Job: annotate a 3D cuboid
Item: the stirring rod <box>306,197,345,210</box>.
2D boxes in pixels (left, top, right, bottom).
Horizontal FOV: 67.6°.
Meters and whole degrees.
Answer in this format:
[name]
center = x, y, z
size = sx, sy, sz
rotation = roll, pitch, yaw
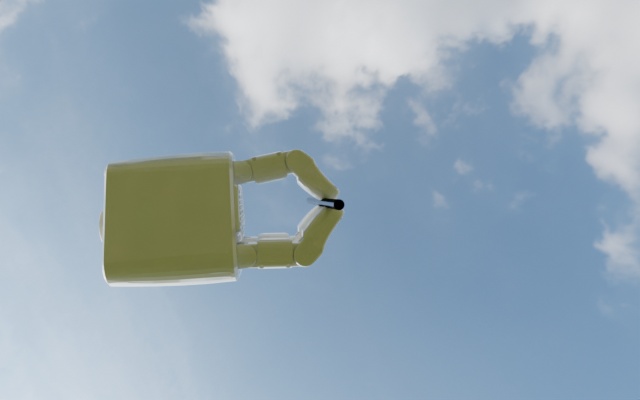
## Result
[stirring rod]
center = 0.000, 0.001, 0.461
size = 0.011, 0.011, 0.239
rotation = 0, 1, -6
